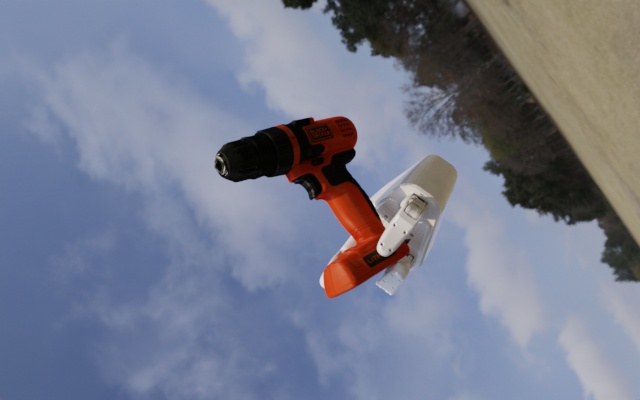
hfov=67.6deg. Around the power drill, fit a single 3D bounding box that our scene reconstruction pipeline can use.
[{"bbox_3d":[0.000,0.002,0.502,0.184,0.187,0.057,-21,-9,-39],"label":"power drill"}]
